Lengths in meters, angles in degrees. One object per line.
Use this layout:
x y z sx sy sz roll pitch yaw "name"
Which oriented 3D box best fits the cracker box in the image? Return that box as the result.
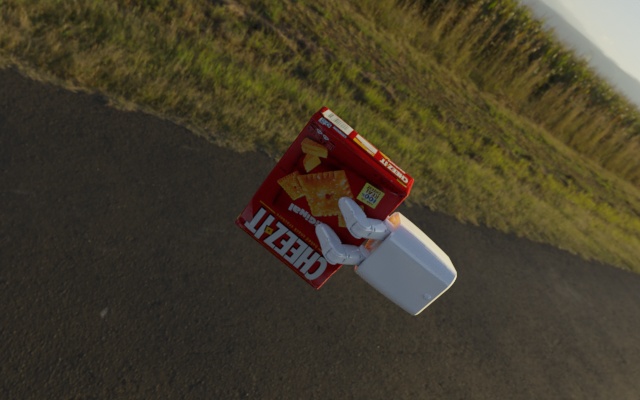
0.000 0.002 0.684 0.164 0.214 0.072 40 28 -1 "cracker box"
